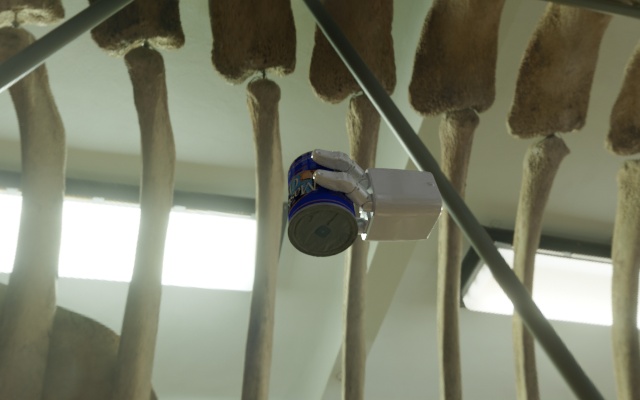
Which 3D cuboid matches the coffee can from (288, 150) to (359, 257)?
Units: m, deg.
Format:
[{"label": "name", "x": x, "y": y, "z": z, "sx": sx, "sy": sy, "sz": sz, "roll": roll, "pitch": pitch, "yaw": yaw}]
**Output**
[{"label": "coffee can", "x": 0.000, "y": 0.003, "z": 0.741, "sx": 0.103, "sy": 0.103, "sz": 0.140, "roll": 0, "pitch": 39, "yaw": -4}]
